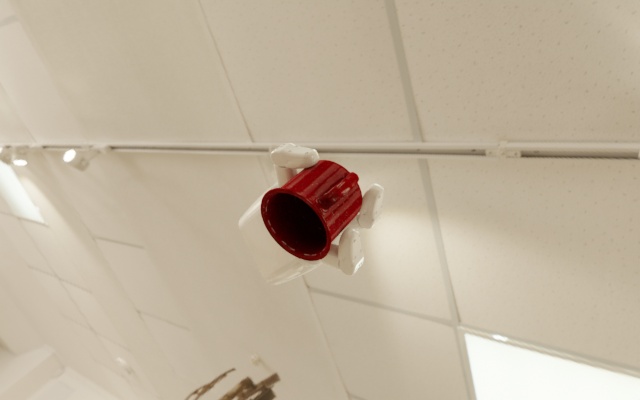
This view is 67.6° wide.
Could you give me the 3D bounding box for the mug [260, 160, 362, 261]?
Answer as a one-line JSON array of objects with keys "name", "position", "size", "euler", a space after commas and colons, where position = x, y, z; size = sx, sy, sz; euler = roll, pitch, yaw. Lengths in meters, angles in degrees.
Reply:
[{"name": "mug", "position": [0.001, 0.001, 0.525], "size": [0.081, 0.093, 0.117], "euler": [-43, 2, -41]}]
